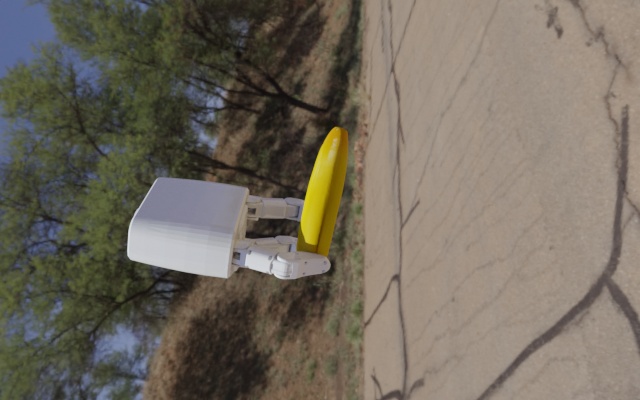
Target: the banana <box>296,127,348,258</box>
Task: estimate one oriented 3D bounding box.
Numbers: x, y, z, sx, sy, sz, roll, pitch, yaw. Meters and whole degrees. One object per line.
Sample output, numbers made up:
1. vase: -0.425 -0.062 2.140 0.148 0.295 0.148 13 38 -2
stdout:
1. banana: -0.002 0.017 0.516 0.037 0.198 0.069 10 42 -2
